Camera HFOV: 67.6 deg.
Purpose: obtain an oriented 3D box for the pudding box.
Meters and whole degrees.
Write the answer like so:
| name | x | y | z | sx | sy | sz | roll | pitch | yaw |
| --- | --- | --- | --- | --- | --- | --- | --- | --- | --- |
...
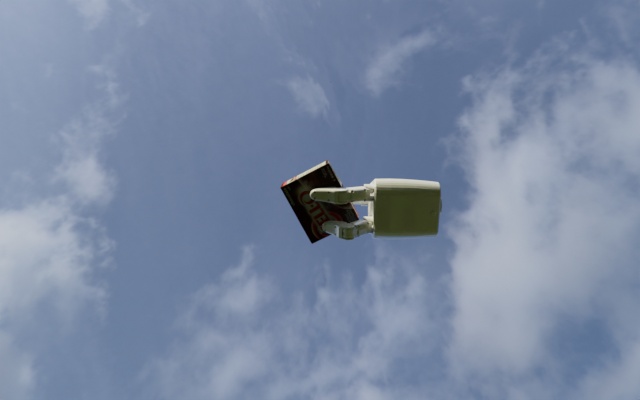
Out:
| name | x | y | z | sx | sy | sz | roll | pitch | yaw |
| --- | --- | --- | --- | --- | --- | --- | --- | --- | --- |
| pudding box | 0.000 | 0.003 | 0.787 | 0.090 | 0.113 | 0.039 | -27 | 11 | 9 |
